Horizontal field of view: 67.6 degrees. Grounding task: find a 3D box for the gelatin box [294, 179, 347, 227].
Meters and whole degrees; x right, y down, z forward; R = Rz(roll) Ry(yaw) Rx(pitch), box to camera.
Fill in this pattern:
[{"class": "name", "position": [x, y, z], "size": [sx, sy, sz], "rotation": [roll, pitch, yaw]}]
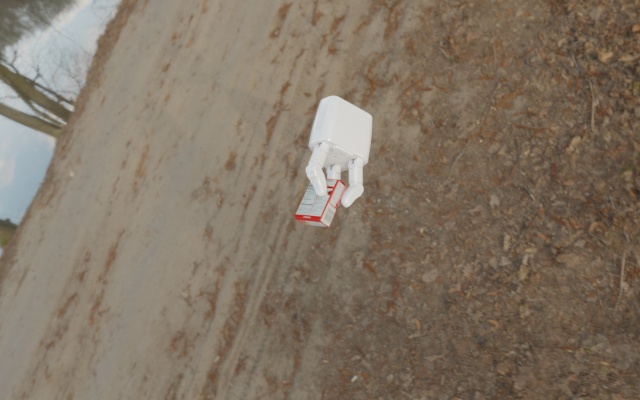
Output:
[{"class": "gelatin box", "position": [0.000, 0.003, 0.880], "size": [0.073, 0.089, 0.030], "rotation": [3, -28, 46]}]
